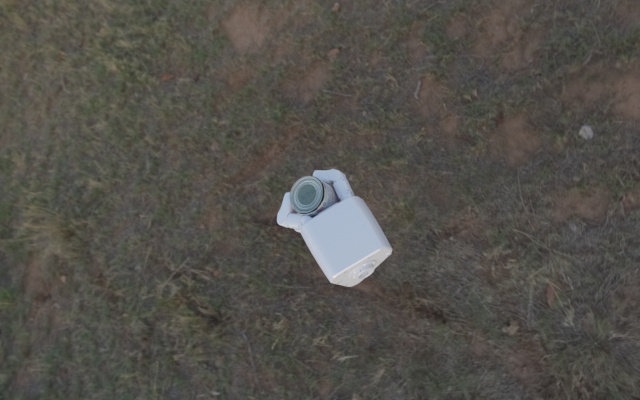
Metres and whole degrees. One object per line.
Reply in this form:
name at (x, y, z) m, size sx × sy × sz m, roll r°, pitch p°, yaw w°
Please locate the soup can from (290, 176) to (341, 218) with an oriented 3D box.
soup can at (0.000, 0.002, 0.830) m, size 0.068 × 0.068 × 0.102 m, roll 0°, pitch -14°, yaw 30°
